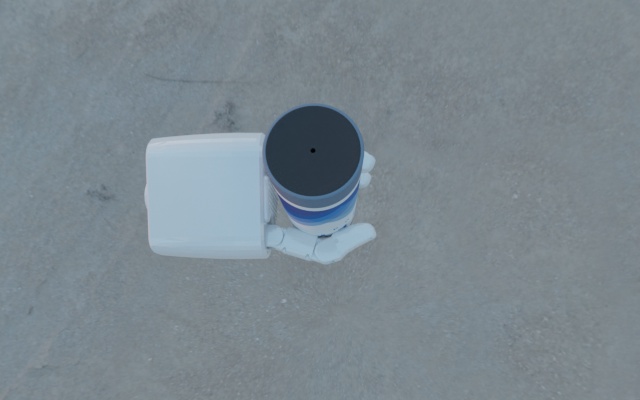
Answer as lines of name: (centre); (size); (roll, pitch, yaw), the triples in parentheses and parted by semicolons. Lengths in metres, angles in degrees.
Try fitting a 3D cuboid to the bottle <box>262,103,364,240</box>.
bottle: (0.000, 0.001, 0.451); (0.069, 0.069, 0.296); (0, -13, 2)
